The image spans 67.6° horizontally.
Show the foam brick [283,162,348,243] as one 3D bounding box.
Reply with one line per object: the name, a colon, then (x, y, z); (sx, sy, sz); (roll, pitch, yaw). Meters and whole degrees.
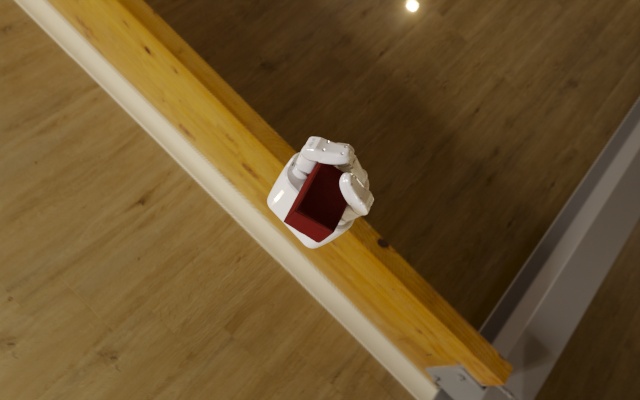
foam brick: (0.000, 0.002, 0.570); (0.053, 0.078, 0.051); (32, -28, -8)
